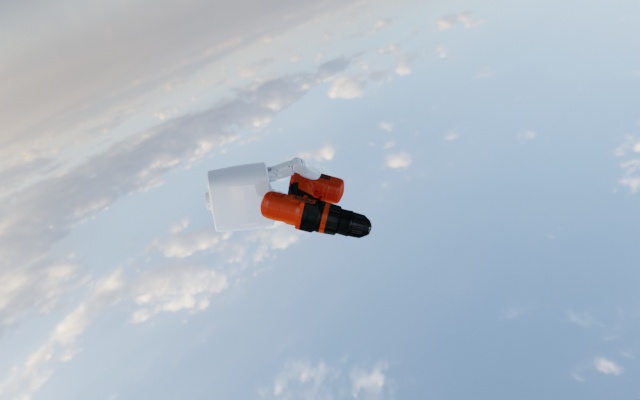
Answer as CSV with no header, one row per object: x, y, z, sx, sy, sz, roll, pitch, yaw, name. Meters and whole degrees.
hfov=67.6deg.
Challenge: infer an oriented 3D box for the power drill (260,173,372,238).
0.000,0.003,0.844,0.184,0.057,0.187,15,18,1,power drill
